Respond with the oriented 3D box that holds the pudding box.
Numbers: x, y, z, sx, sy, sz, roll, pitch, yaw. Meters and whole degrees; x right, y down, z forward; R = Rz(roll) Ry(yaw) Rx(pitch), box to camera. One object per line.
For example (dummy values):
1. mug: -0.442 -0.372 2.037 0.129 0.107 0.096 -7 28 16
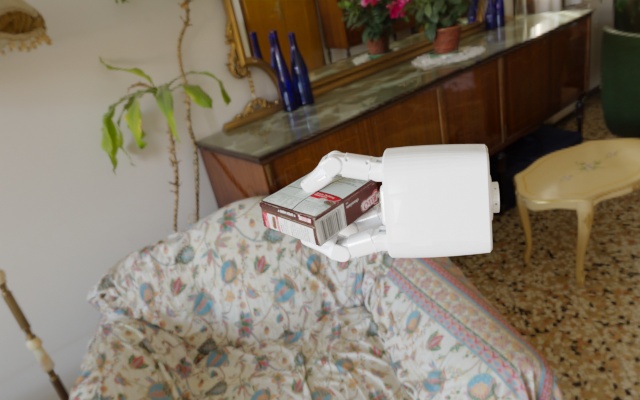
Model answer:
1. pudding box: 0.000 0.002 0.558 0.090 0.039 0.113 15 34 40
